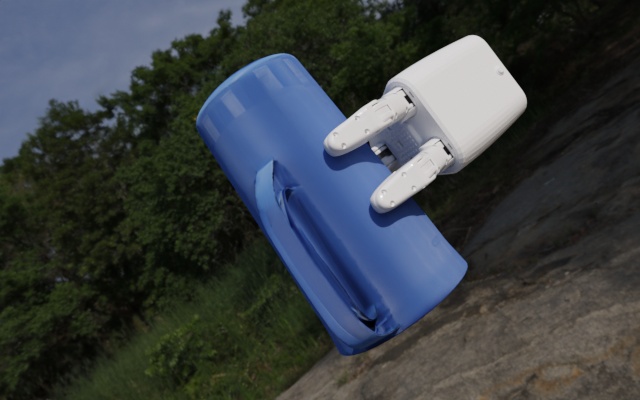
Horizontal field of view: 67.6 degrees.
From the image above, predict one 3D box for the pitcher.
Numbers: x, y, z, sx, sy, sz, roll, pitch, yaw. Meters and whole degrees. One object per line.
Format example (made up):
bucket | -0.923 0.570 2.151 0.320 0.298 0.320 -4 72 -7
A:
pitcher | 0.000 0.001 0.406 0.145 0.243 0.149 -36 -2 -21
